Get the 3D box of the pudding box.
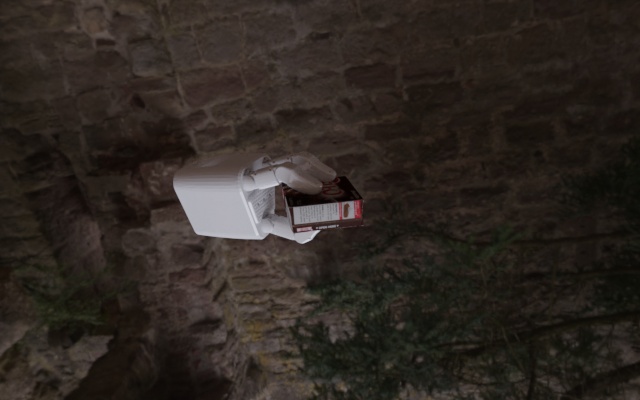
[{"bbox_3d":[0.000,0.002,0.607,0.090,0.039,0.113,-7,20,-7],"label":"pudding box"}]
